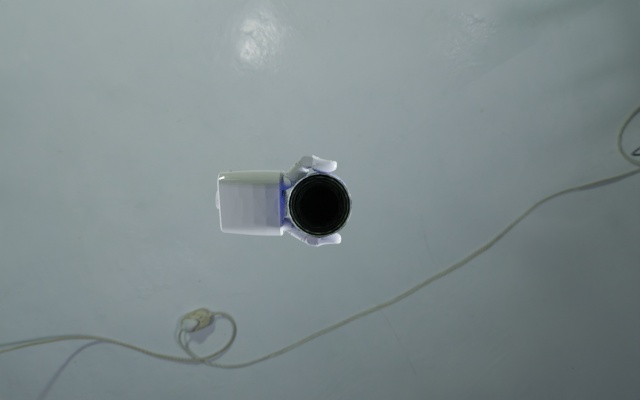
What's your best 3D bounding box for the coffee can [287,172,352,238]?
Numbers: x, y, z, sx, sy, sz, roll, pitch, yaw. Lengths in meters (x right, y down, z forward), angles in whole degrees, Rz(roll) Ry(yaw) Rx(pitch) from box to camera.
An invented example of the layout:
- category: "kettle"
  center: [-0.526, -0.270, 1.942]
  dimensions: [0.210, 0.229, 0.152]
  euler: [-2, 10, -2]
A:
- category: "coffee can"
  center: [0.000, 0.003, 0.811]
  dimensions: [0.103, 0.103, 0.140]
  euler: [0, 4, 2]
